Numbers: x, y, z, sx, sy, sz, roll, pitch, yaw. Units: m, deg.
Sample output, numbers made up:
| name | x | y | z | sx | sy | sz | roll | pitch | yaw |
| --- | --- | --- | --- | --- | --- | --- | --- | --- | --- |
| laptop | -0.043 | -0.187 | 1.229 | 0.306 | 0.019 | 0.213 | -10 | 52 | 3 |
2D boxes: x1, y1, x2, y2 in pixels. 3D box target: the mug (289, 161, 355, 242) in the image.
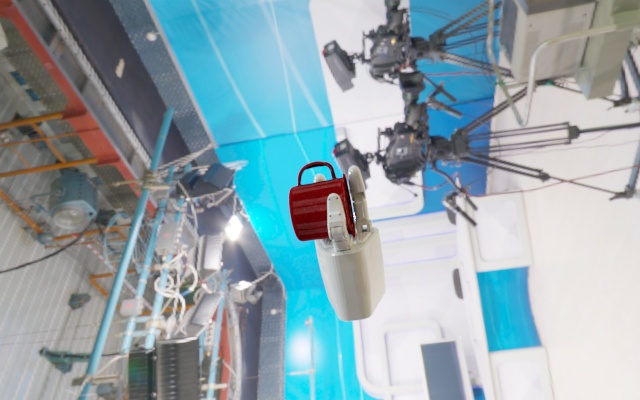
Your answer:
| name | x | y | z | sx | sy | sz | roll | pitch | yaw |
| --- | --- | --- | --- | --- | --- | --- | --- | --- | --- |
| mug | 0.000 | 0.001 | 0.681 | 0.081 | 0.117 | 0.093 | -9 | 12 | 7 |
